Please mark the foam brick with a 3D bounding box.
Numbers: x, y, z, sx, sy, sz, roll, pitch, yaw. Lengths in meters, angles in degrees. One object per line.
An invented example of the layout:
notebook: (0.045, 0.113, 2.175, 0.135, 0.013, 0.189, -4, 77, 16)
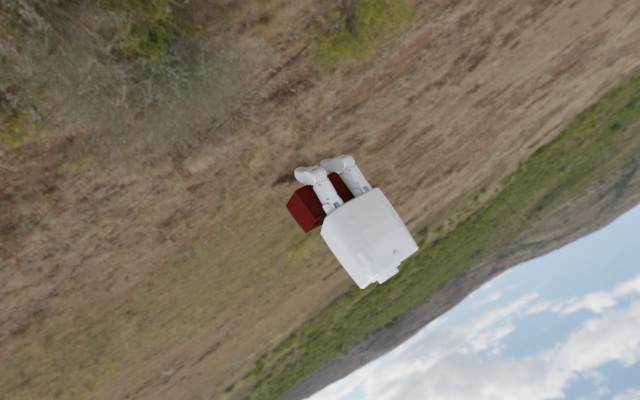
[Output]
foam brick: (0.000, 0.002, 0.696, 0.078, 0.051, 0.053, -27, -15, -29)
